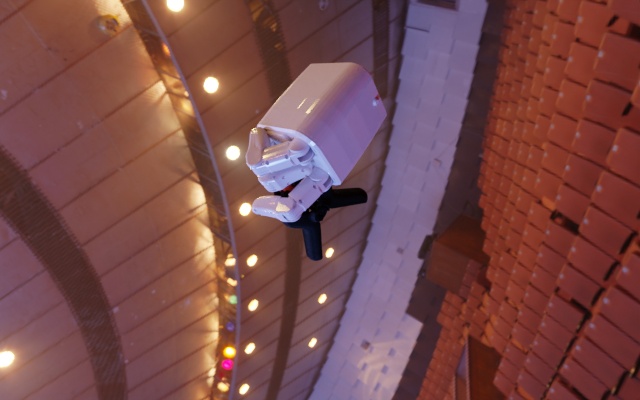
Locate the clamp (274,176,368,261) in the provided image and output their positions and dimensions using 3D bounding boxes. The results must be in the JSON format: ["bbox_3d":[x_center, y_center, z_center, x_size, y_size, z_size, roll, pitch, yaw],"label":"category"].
[{"bbox_3d":[0.000,0.002,0.612,0.039,0.120,0.171,31,-13,32],"label":"clamp"}]
